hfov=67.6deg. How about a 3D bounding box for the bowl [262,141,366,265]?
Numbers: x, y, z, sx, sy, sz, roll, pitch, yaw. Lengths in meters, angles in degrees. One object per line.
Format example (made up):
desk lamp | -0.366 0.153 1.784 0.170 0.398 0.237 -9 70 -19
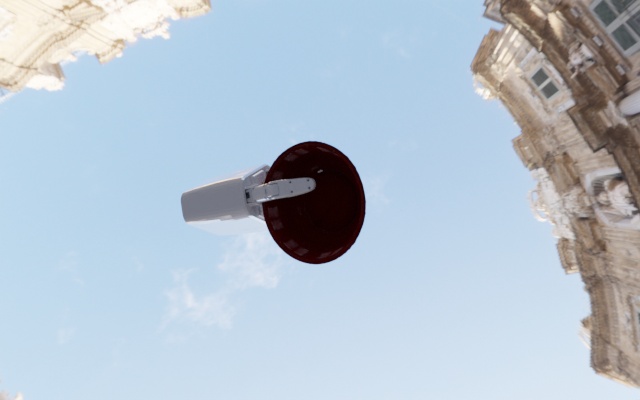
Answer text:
bowl | 0.001 0.002 0.643 0.162 0.162 0.055 0 3 33
